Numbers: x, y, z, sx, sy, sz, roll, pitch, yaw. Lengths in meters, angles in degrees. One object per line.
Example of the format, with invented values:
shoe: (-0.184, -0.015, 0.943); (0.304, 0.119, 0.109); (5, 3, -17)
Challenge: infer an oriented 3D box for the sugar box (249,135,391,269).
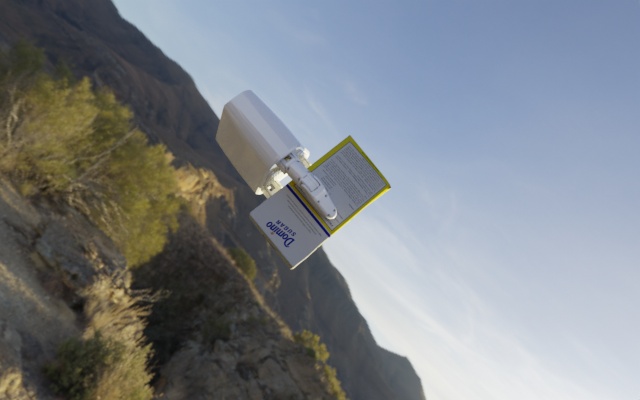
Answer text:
sugar box: (0.000, 0.002, 0.645); (0.176, 0.093, 0.048); (-38, -4, -11)
